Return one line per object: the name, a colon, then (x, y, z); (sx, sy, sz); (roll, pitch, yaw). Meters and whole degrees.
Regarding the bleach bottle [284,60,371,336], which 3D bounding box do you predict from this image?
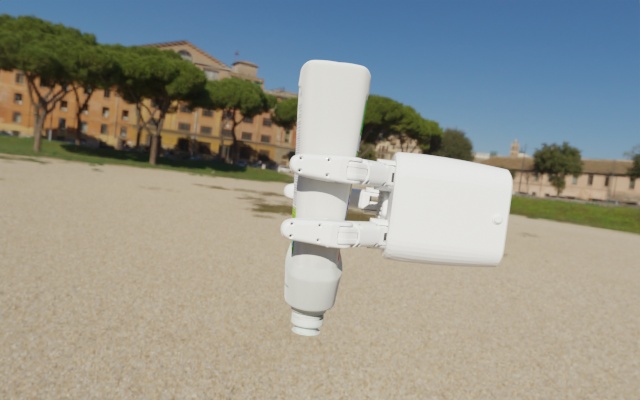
bleach bottle: (0.000, 0.001, 0.463); (0.068, 0.251, 0.102); (7, 3, -1)
